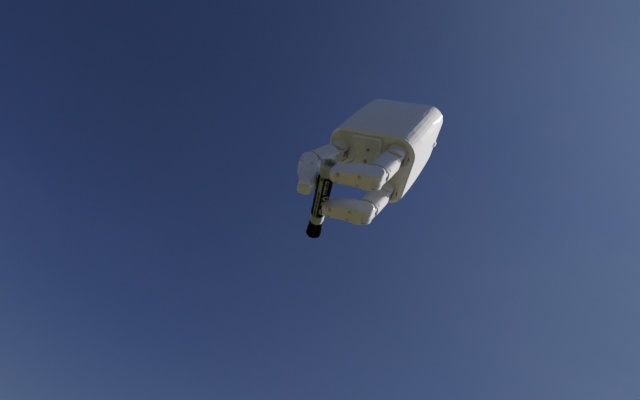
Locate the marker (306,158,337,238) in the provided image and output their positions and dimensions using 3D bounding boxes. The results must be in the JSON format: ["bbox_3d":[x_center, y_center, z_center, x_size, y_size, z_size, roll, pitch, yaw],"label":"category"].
[{"bbox_3d":[0.000,0.002,0.564,0.020,0.121,0.020,7,44,-6],"label":"marker"}]
